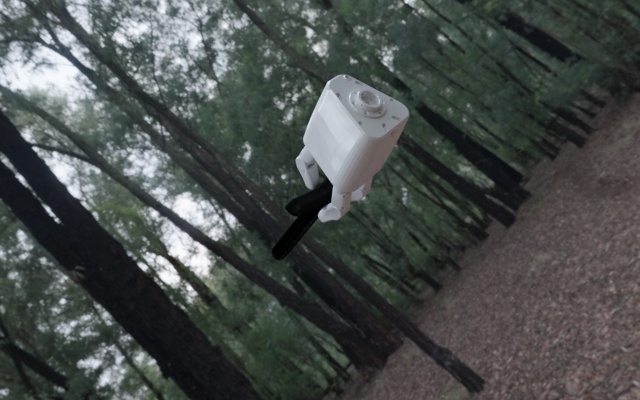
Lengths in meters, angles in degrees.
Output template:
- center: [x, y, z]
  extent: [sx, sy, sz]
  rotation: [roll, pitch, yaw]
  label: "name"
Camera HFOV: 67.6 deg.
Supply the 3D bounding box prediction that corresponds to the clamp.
- center: [0.000, 0.002, 0.756]
  extent: [0.210, 0.036, 0.165]
  rotation: [-41, -13, -37]
  label: "clamp"
